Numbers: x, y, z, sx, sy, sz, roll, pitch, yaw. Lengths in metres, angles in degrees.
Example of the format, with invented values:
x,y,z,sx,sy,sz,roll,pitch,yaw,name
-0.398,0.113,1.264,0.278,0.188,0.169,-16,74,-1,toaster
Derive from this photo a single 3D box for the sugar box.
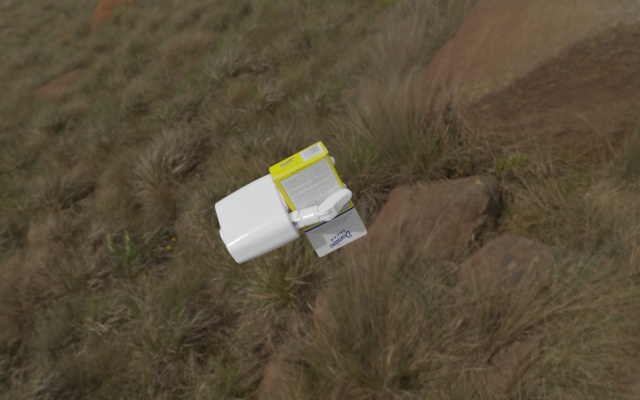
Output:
x,y,z,sx,sy,sz,roll,pitch,yaw,name
0.000,0.002,0.763,0.093,0.176,0.048,-27,37,2,sugar box
